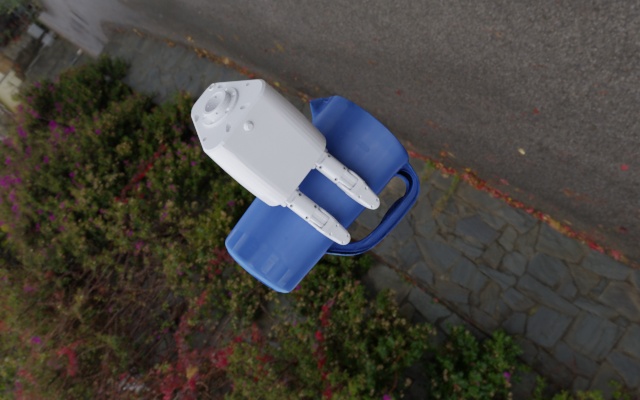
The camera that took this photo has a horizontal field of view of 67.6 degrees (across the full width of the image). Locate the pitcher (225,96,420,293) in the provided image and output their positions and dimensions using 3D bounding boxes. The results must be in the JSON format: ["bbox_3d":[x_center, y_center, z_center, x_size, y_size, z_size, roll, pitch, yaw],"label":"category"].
[{"bbox_3d":[0.000,0.002,0.618,0.145,0.243,0.149,41,-3,-42],"label":"pitcher"}]
